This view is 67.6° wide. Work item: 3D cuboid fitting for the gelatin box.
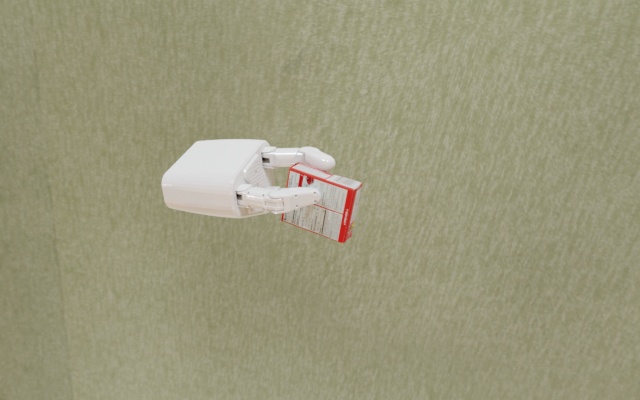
[{"bbox_3d":[0.000,0.002,0.576,0.089,0.073,0.030,19,27,20],"label":"gelatin box"}]
